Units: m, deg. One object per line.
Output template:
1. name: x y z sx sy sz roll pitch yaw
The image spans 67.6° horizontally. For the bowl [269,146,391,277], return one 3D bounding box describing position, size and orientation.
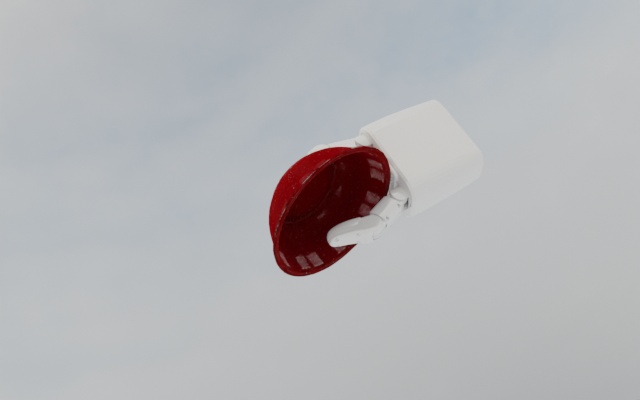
1. bowl: -0.001 0.002 0.512 0.055 0.162 0.162 39 24 33
